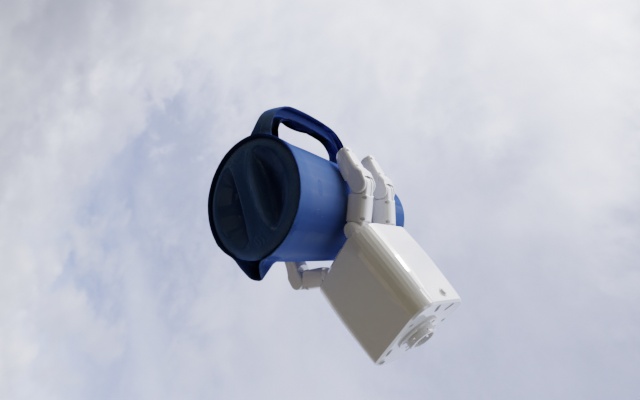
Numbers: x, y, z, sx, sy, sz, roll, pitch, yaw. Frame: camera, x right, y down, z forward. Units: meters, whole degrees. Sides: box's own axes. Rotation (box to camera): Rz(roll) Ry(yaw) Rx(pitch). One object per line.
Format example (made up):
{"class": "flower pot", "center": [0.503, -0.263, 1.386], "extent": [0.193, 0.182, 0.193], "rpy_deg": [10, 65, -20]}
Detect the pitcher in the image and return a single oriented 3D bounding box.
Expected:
{"class": "pitcher", "center": [0.000, 0.002, 0.571], "extent": [0.243, 0.149, 0.145], "rpy_deg": [12, 33, -51]}
